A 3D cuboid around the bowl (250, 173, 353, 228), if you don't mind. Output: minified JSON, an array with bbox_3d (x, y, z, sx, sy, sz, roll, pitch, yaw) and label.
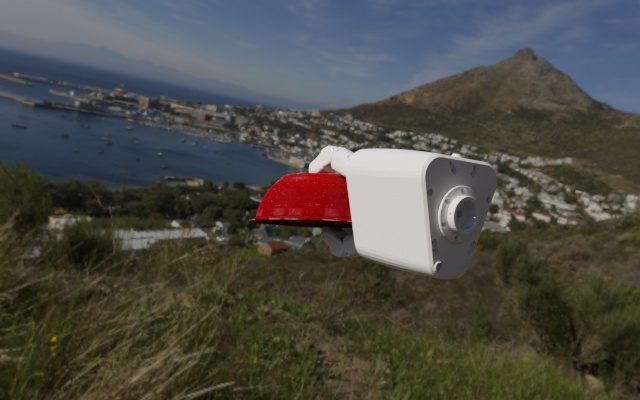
[{"bbox_3d":[-0.001,0.001,0.555,0.162,0.055,0.162,2,-6,0],"label":"bowl"}]
